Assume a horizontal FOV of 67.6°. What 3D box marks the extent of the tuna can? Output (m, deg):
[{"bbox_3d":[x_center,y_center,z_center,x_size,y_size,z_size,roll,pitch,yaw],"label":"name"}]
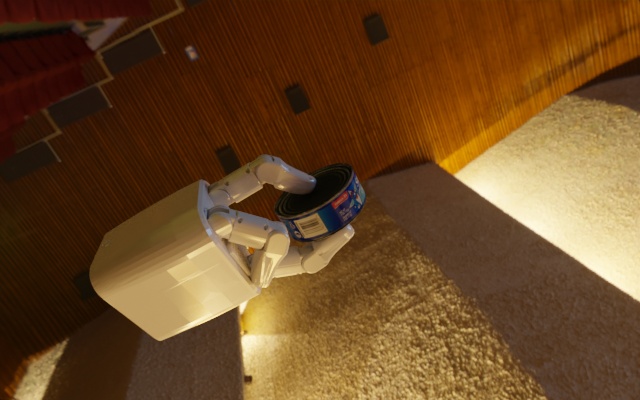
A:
[{"bbox_3d":[0.000,0.002,0.463,0.086,0.034,0.086,-25,24,12],"label":"tuna can"}]
